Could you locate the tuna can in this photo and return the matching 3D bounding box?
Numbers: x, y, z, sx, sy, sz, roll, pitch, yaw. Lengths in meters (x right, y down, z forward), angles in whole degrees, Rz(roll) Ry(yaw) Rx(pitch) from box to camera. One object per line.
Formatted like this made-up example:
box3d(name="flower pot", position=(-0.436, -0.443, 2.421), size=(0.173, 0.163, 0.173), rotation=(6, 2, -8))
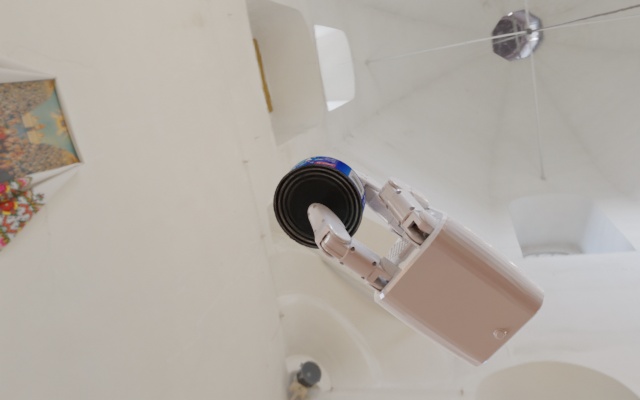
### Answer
box3d(name="tuna can", position=(0.000, 0.001, 0.460), size=(0.086, 0.086, 0.033), rotation=(0, 21, 12))
